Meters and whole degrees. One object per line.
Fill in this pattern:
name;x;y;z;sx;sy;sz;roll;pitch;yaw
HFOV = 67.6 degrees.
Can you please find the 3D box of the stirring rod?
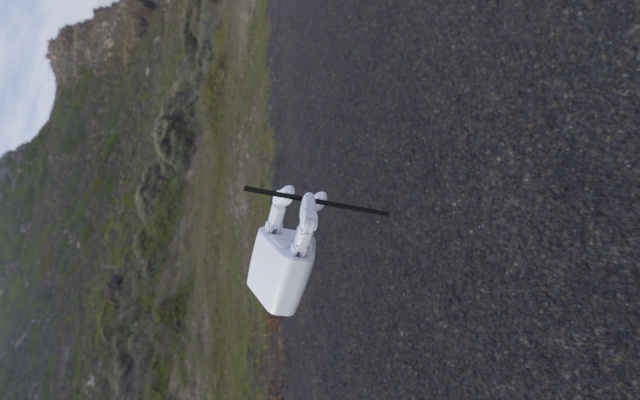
stirring rod;0.000;0.003;0.742;0.239;0.011;0.011;10;-4;-21
